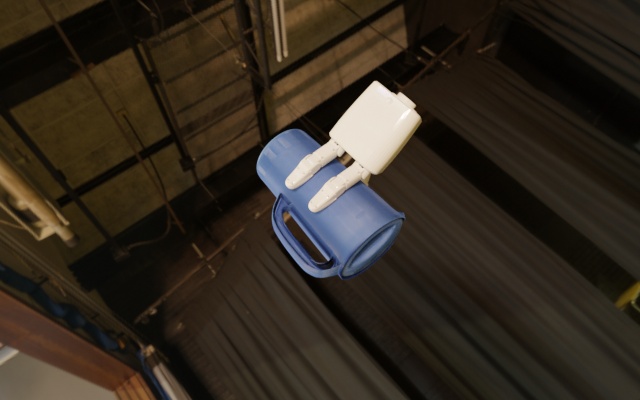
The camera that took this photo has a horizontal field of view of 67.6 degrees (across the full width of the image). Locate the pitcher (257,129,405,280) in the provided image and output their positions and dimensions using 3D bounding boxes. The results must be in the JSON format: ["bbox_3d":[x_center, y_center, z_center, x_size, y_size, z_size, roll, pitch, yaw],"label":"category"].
[{"bbox_3d":[0.000,0.002,0.757,0.242,0.145,0.149,46,16,23],"label":"pitcher"}]
